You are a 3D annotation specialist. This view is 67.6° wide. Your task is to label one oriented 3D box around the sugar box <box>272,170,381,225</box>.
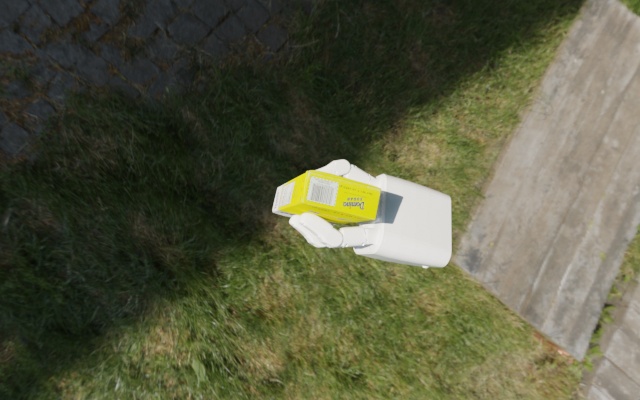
[{"bbox_3d":[0.000,0.003,0.625,0.093,0.048,0.176,14,-11,-14],"label":"sugar box"}]
